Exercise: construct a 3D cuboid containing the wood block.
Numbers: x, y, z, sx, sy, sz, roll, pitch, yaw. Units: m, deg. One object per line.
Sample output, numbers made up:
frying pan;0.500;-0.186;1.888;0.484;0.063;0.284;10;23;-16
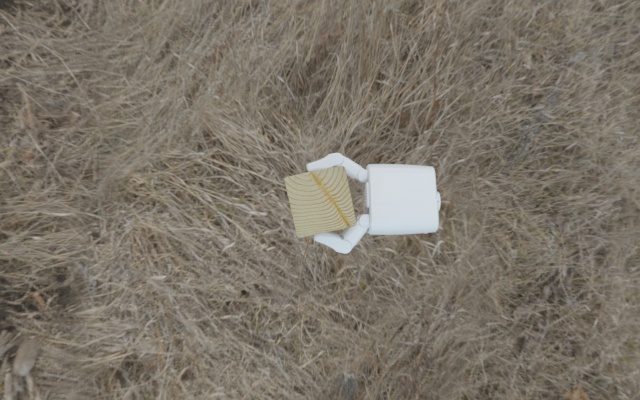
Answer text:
wood block;0.000;0.002;0.779;0.090;0.091;0.206;-12;-1;0
